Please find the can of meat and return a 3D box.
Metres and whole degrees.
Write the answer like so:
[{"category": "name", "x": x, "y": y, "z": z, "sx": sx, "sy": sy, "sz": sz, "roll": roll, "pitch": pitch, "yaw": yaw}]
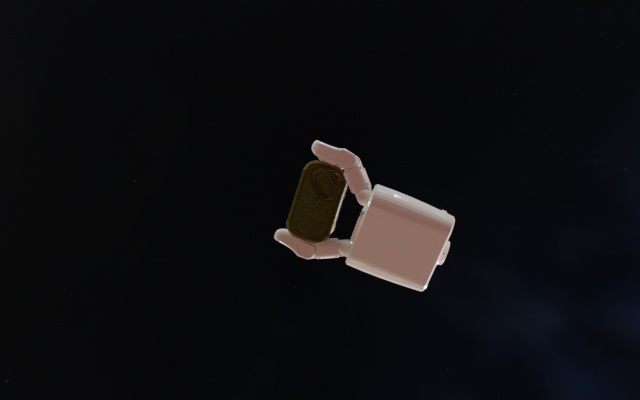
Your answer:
[{"category": "can of meat", "x": 0.000, "y": 0.002, "z": 0.637, "sx": 0.057, "sy": 0.102, "sz": 0.084, "roll": 18, "pitch": 3, "yaw": 7}]
